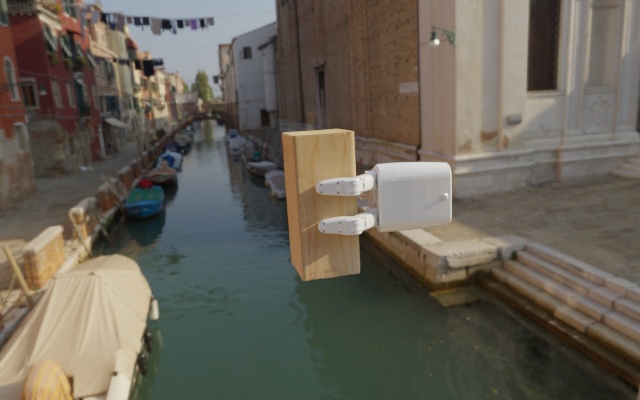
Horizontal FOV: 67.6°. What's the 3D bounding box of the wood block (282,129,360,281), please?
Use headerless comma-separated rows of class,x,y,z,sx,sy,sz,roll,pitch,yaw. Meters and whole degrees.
wood block,0.000,0.002,0.707,0.090,0.206,0.091,-6,12,-13
